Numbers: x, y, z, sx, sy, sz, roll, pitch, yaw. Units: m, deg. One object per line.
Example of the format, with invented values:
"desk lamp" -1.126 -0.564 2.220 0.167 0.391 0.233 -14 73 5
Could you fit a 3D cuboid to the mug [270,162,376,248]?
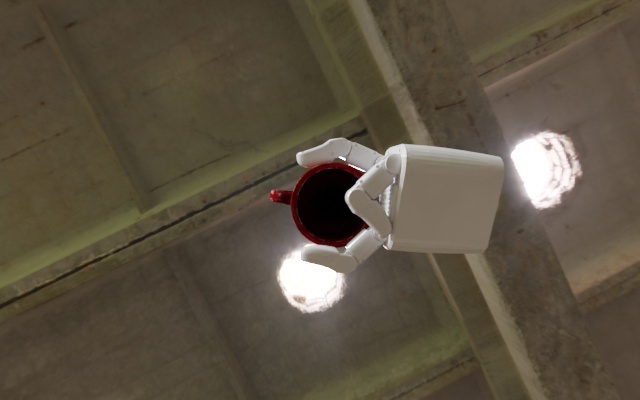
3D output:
"mug" -0.001 0.002 0.553 0.117 0.093 0.081 5 3 -4
